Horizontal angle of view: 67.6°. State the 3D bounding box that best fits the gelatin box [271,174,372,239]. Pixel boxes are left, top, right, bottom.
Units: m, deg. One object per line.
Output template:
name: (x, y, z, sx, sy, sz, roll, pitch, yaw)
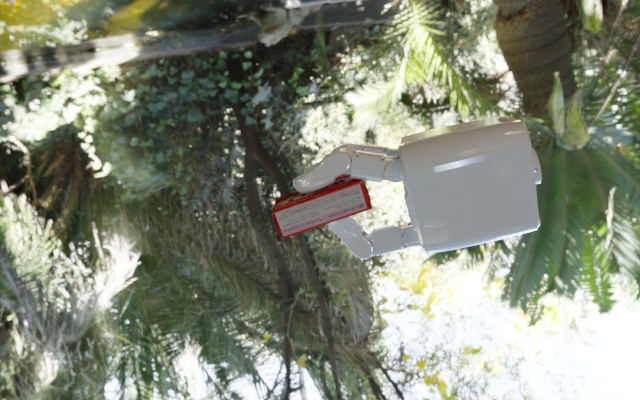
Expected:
gelatin box: (0.000, 0.002, 0.459, 0.089, 0.030, 0.073, -20, 11, 2)
